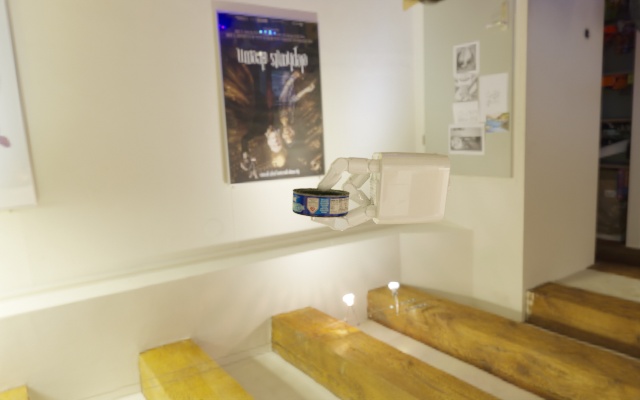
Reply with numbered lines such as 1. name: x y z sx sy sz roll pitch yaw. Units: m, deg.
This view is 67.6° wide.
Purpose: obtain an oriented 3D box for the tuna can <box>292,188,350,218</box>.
1. tuna can: 0.000 0.003 0.712 0.086 0.034 0.086 3 8 0
